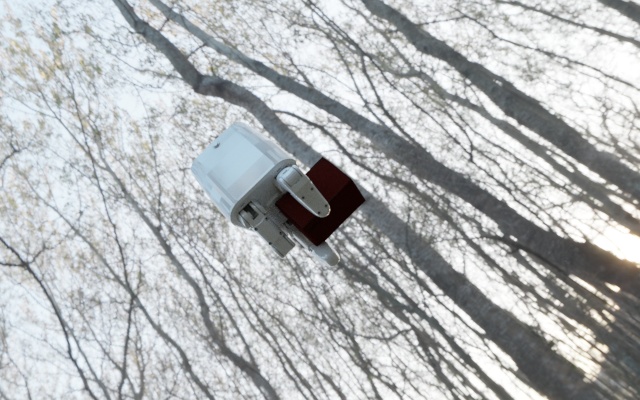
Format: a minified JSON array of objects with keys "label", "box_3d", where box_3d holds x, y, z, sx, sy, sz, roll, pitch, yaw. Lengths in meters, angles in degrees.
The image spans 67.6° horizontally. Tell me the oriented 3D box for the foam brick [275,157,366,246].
[{"label":"foam brick","box_3d":[0.000,0.002,0.531,0.051,0.078,0.053,41,-7,35]}]
